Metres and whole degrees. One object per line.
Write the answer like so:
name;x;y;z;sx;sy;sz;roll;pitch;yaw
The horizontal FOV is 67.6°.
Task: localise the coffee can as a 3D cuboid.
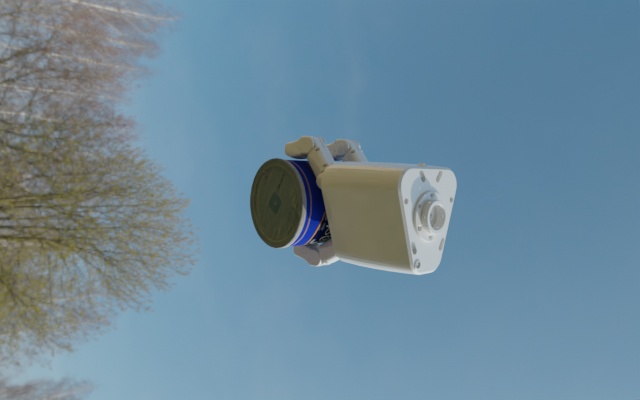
coffee can;0.000;0.002;0.587;0.140;0.103;0.103;-2;1;-41
